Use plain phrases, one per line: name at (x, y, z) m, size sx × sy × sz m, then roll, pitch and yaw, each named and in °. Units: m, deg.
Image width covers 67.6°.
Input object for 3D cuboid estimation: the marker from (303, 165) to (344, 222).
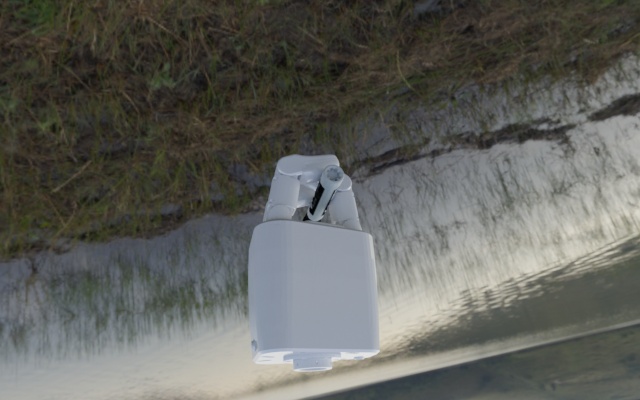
marker at (0.000, 0.001, 0.468) m, size 0.020 × 0.020 × 0.121 m, roll 0°, pitch -24°, yaw -12°
